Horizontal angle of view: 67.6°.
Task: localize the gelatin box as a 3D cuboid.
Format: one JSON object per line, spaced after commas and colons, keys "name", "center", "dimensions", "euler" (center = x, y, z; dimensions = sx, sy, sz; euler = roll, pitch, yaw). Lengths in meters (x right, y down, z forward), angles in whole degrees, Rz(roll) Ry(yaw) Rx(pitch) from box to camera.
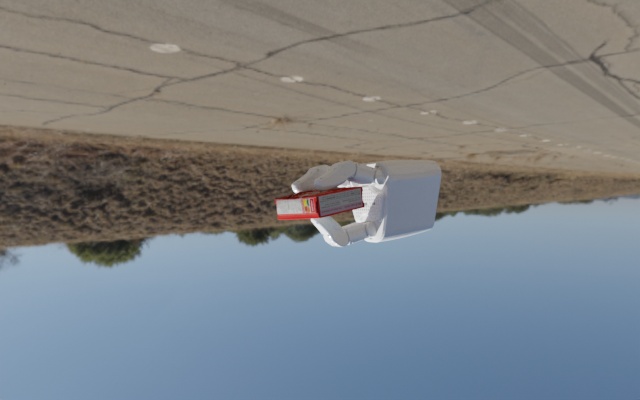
{"name": "gelatin box", "center": [0.000, 0.002, 0.600], "dimensions": [0.073, 0.030, 0.089], "euler": [-3, 7, 43]}
